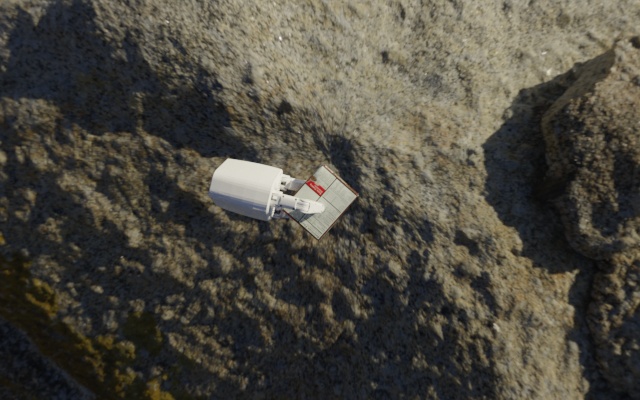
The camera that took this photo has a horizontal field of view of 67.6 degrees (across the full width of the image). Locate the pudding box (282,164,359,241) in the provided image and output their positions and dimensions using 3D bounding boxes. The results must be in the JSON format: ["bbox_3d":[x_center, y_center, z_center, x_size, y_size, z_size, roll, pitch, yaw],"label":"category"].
[{"bbox_3d":[0.000,0.003,0.864,0.090,0.113,0.039,42,5,-2],"label":"pudding box"}]
